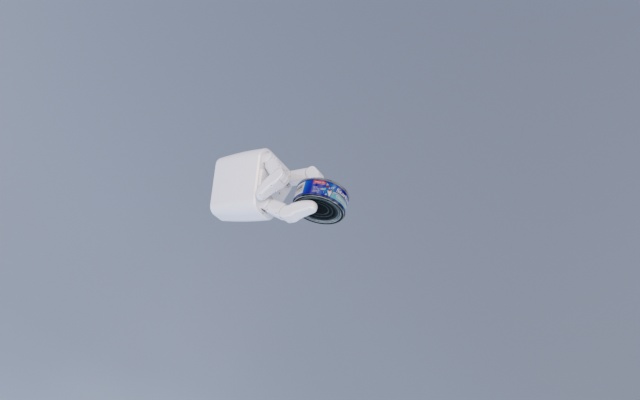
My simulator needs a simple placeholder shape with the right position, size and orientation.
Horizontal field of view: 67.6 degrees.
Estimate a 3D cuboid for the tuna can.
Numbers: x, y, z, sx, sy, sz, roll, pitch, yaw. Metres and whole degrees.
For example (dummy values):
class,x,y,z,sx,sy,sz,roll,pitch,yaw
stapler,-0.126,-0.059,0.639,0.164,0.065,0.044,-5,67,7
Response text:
class,x,y,z,sx,sy,sz,roll,pitch,yaw
tuna can,0.000,0.003,0.749,0.086,0.033,0.086,11,-32,7
